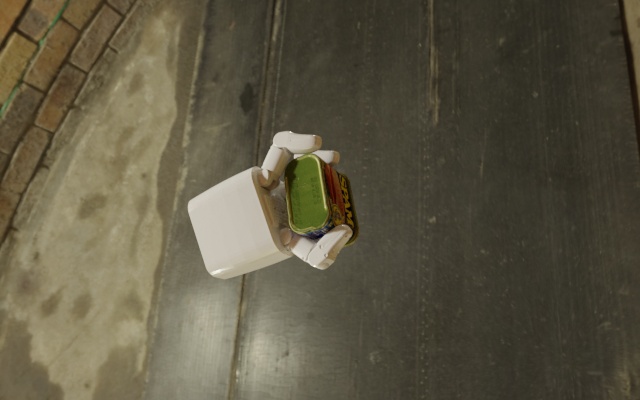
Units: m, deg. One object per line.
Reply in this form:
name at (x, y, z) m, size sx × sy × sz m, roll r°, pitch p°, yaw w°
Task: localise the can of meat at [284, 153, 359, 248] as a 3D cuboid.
can of meat at (0.000, 0.002, 0.586) m, size 0.057 × 0.102 × 0.084 m, roll -19°, pitch -24°, yaw 21°
